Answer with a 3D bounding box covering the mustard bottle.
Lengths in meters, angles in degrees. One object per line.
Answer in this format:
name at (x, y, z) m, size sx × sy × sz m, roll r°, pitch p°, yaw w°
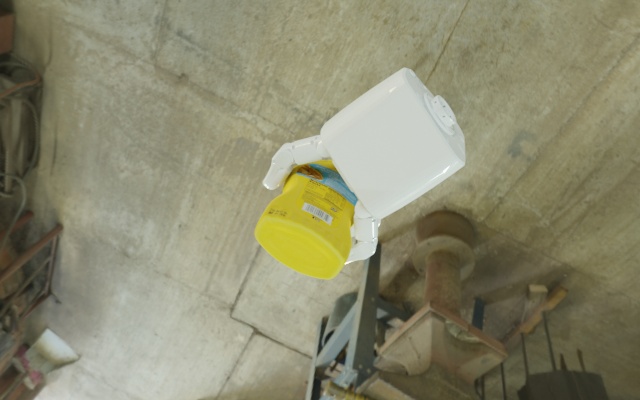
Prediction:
mustard bottle at (0.000, 0.002, 0.546) m, size 0.096 × 0.058 × 0.191 m, roll 28°, pitch 33°, yaw -2°
